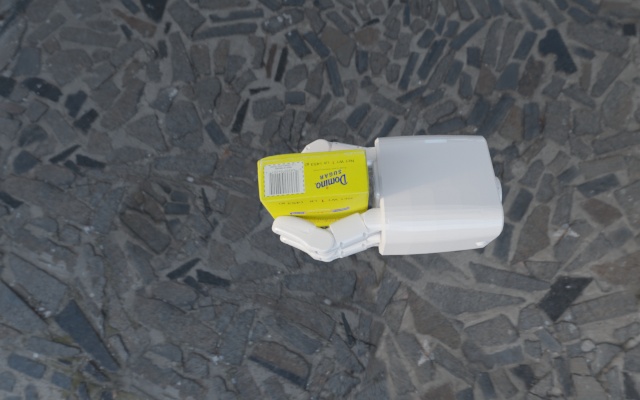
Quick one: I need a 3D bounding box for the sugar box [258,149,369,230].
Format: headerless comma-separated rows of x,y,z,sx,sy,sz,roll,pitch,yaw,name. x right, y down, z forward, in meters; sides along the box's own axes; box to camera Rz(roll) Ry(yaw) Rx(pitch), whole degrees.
0.000,0.002,0.479,0.093,0.048,0.176,-4,-17,4,sugar box
